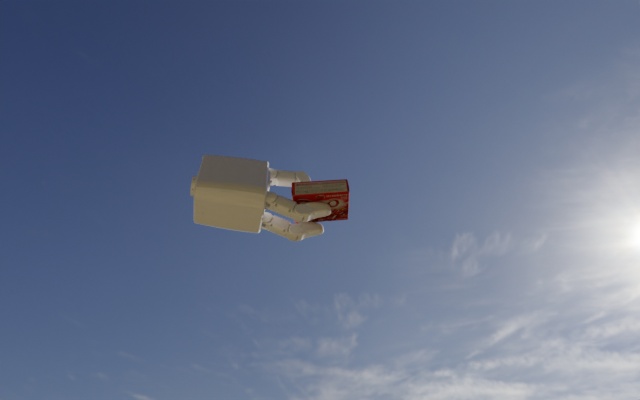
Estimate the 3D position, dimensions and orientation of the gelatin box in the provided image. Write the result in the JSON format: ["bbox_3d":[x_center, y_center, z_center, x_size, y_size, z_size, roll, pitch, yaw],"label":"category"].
[{"bbox_3d":[0.000,0.002,0.757,0.089,0.030,0.073,-4,-38,-2],"label":"gelatin box"}]
